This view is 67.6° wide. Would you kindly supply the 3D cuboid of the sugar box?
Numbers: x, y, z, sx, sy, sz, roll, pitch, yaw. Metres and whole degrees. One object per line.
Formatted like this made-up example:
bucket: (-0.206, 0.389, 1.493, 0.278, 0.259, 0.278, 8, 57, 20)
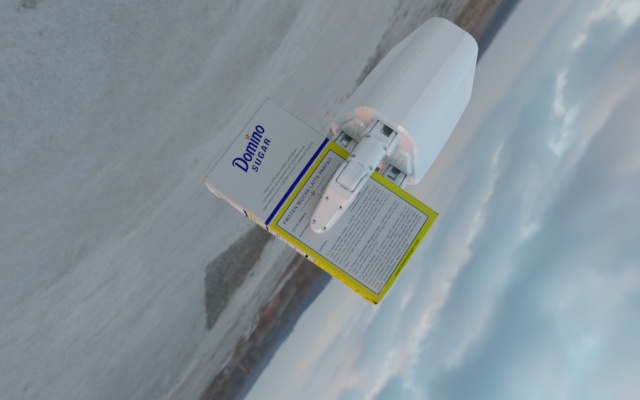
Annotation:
sugar box: (0.000, 0.001, 0.409, 0.176, 0.093, 0.048, 35, -11, 5)
